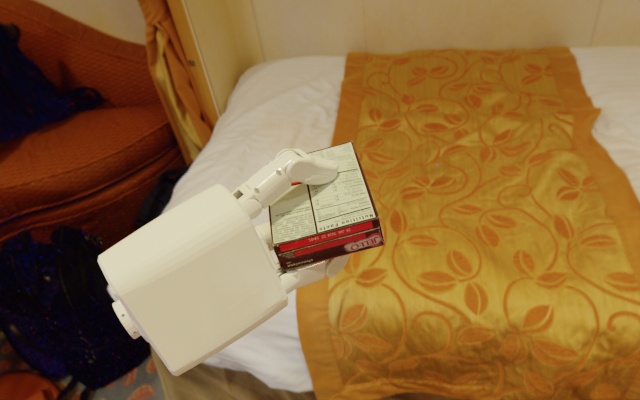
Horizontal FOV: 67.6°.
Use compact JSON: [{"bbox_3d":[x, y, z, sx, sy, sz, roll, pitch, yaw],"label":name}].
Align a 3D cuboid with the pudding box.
[{"bbox_3d":[0.000,0.001,0.425,0.090,0.039,0.113,-14,44,2],"label":"pudding box"}]
